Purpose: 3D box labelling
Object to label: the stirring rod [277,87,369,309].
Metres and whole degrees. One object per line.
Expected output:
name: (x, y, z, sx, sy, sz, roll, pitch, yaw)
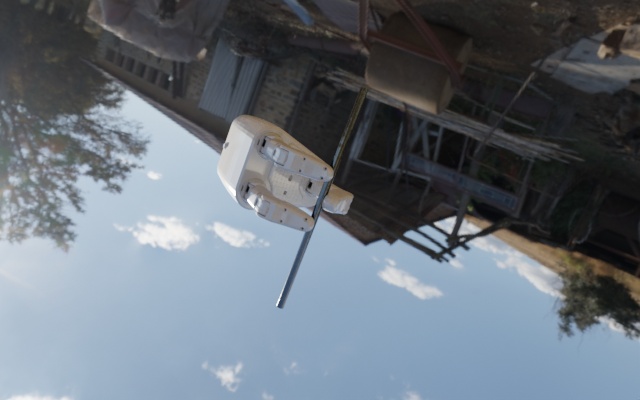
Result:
stirring rod: (0.000, 0.001, 0.483, 0.011, 0.239, 0.011, 21, 10, -4)
